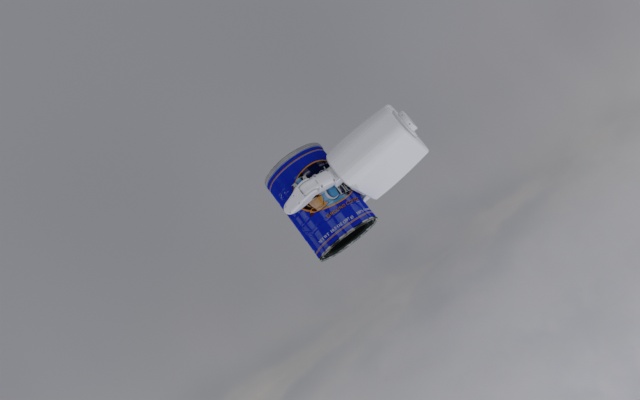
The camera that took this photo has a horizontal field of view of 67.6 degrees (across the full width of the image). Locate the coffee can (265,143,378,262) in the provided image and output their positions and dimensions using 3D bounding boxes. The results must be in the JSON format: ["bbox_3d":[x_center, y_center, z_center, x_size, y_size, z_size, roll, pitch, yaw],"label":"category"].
[{"bbox_3d":[0.000,0.002,0.691,0.103,0.140,0.103,-35,-14,-10],"label":"coffee can"}]
